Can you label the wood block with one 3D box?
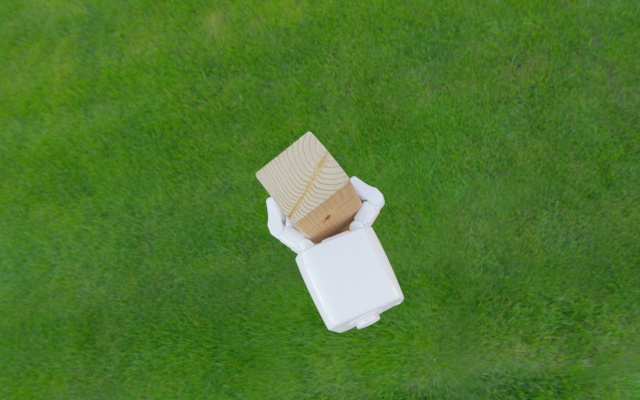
[{"bbox_3d":[0.001,0.002,0.677,0.091,0.090,0.206,-38,-22,-1],"label":"wood block"}]
